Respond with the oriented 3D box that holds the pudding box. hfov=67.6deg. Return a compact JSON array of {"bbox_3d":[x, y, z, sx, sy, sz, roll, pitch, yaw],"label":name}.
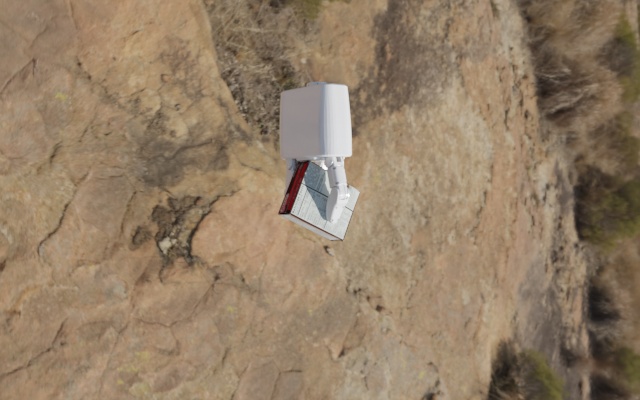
[{"bbox_3d":[0.000,0.002,0.737,0.113,0.090,0.039,29,-15,-29],"label":"pudding box"}]
